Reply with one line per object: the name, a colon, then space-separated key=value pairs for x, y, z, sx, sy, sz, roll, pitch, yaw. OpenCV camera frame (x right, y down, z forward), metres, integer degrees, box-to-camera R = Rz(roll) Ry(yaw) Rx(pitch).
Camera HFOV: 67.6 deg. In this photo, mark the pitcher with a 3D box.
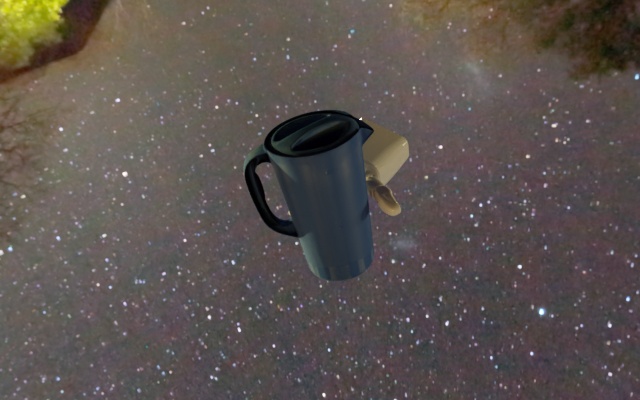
pitcher: x=0.000 y=0.002 z=0.706 sx=0.149 sy=0.243 sz=0.145 roll=13 pitch=41 yaw=34
